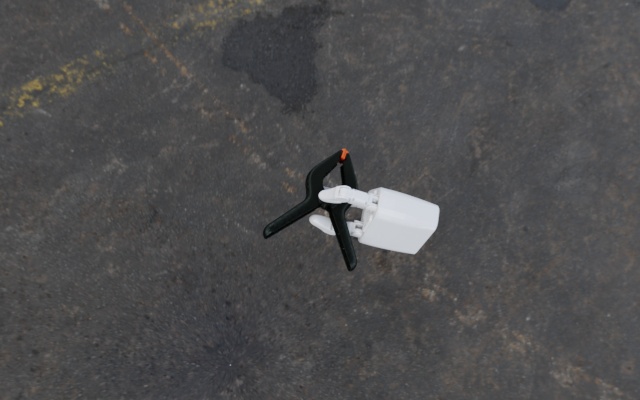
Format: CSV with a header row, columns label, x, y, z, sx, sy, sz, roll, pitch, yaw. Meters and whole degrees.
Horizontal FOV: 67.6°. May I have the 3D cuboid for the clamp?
label,x,y,z,sx,sy,sz,roll,pitch,yaw
clamp,0.001,0.002,0.821,0.164,0.210,0.036,16,-21,-8
